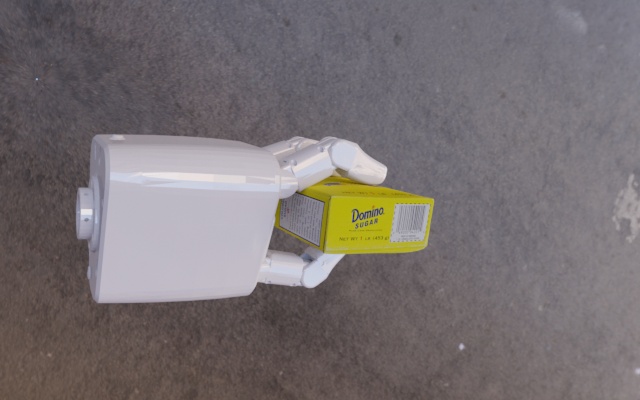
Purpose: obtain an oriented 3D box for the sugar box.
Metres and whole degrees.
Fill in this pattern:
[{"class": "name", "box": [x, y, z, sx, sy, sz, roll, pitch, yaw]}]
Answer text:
[{"class": "sugar box", "box": [0.000, 0.001, 0.403, 0.093, 0.048, 0.176, 2, 11, -31]}]
